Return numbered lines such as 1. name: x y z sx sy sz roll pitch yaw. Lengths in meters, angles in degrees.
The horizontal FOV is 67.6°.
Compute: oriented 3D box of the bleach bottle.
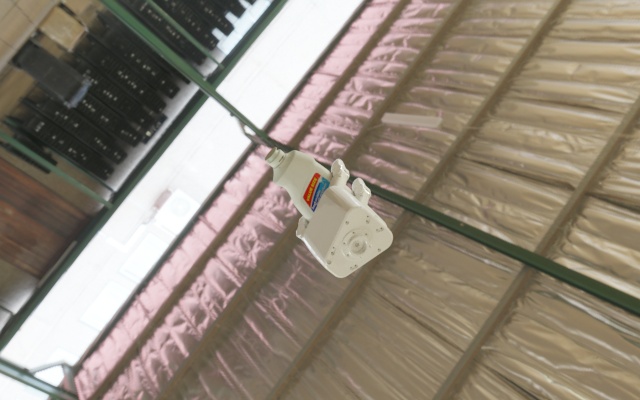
1. bleach bottle: 0.000 0.003 0.837 0.251 0.102 0.068 40 2 -24
